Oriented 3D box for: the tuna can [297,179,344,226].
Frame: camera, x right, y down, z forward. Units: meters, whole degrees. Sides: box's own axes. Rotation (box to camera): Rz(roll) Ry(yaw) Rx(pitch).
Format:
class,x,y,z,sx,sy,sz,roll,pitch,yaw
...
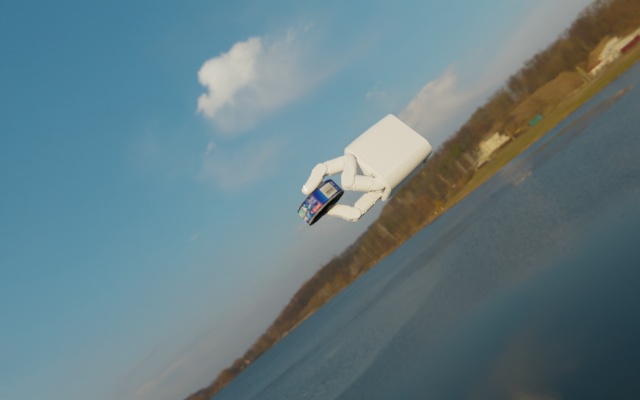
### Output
class,x,y,z,sx,sy,sz,roll,pitch,yaw
tuna can,0.000,0.002,0.835,0.086,0.033,0.086,-44,-8,-8
